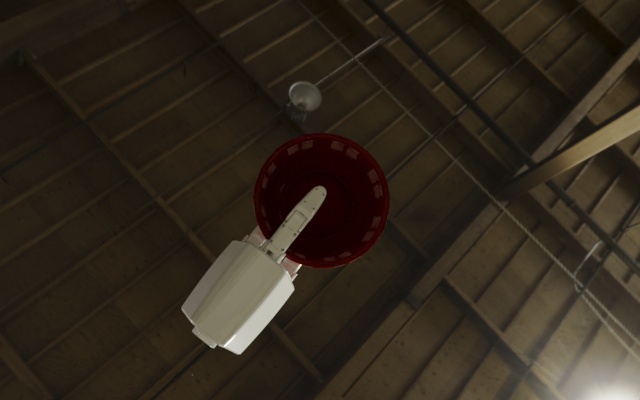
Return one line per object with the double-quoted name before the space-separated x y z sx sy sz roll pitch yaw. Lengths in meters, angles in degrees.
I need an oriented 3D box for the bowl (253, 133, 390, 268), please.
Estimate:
"bowl" 0.001 0.001 0.587 0.162 0.162 0.055 0 -8 -5
